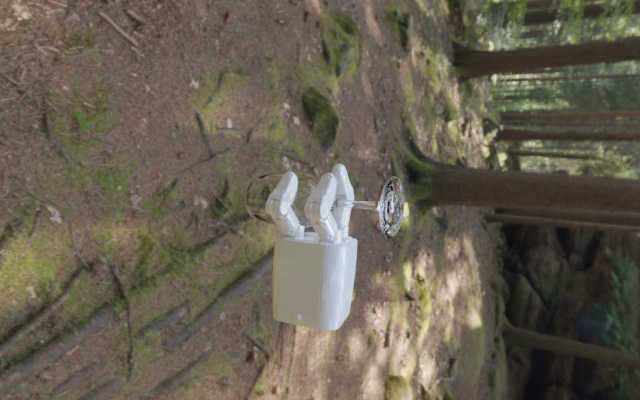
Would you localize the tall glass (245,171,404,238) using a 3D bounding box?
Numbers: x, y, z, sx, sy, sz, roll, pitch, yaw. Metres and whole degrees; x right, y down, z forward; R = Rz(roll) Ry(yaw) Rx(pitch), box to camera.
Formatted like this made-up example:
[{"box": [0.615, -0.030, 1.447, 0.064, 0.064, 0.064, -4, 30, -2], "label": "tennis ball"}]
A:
[{"box": [0.001, 0.002, 0.614, 0.201, 0.079, 0.079, 5, 2, 30], "label": "tall glass"}]
